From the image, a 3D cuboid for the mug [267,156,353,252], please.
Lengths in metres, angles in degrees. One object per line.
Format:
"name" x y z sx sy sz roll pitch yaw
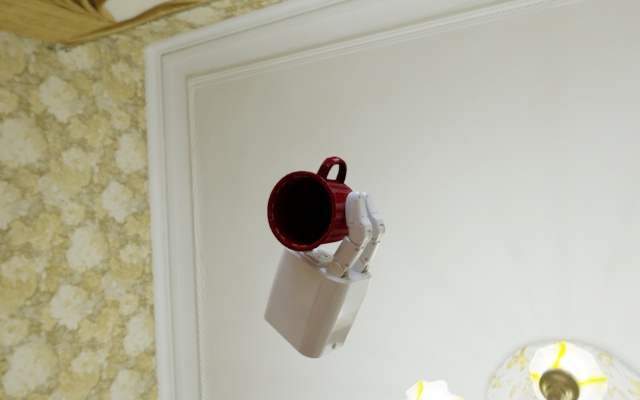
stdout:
"mug" 0.001 0.001 0.577 0.093 0.117 0.081 26 11 27
